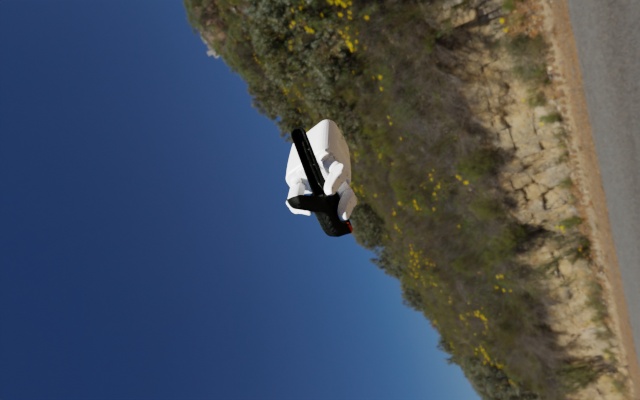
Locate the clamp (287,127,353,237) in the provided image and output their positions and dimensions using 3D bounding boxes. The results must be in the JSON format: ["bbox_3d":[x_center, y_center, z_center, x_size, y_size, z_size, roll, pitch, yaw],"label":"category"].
[{"bbox_3d":[0.000,0.003,0.790,0.036,0.164,0.210,-17,-51,20],"label":"clamp"}]
